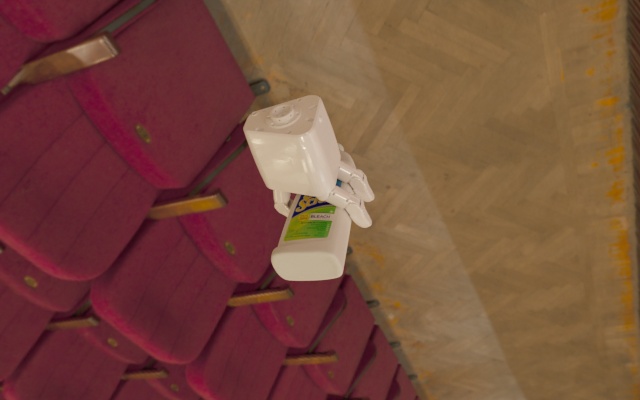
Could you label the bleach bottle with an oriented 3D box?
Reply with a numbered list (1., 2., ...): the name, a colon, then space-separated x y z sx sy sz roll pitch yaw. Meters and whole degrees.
1. bleach bottle: 0.000 0.002 0.738 0.102 0.250 0.068 -4 -45 16
